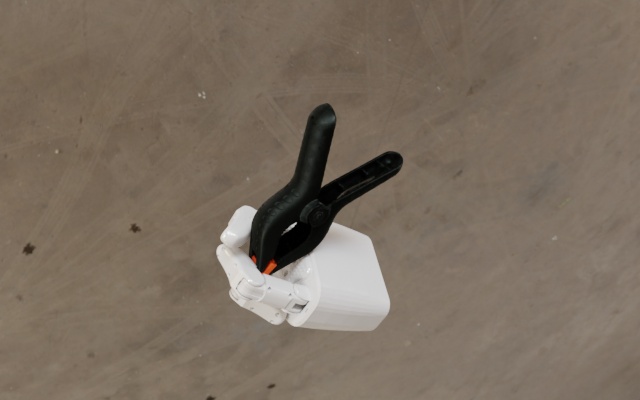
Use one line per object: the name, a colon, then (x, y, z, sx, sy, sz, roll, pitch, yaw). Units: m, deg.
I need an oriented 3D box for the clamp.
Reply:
clamp: (0.000, 0.002, 0.437, 0.120, 0.171, 0.039, 17, 28, -37)
